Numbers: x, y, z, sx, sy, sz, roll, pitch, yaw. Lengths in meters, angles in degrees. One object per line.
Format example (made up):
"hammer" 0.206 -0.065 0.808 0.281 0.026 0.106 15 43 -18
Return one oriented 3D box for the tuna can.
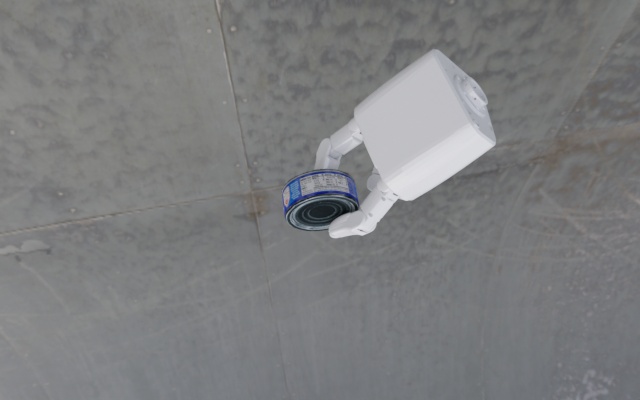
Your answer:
"tuna can" 0.000 0.002 0.538 0.086 0.033 0.086 -7 -29 -4
